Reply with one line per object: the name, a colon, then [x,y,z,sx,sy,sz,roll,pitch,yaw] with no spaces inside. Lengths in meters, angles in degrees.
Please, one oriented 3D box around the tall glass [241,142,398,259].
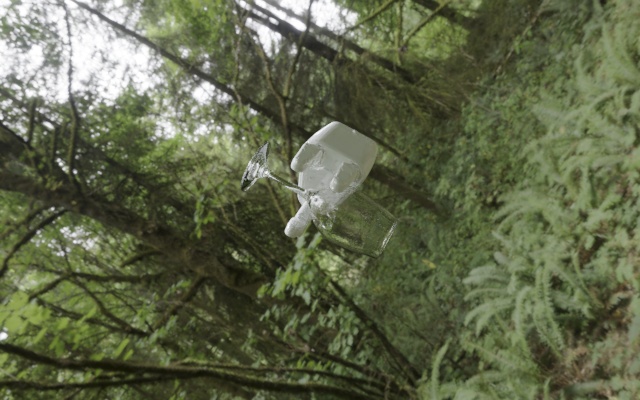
tall glass: [-0.001,0.002,0.630,0.201,0.079,0.079,29,3,5]
